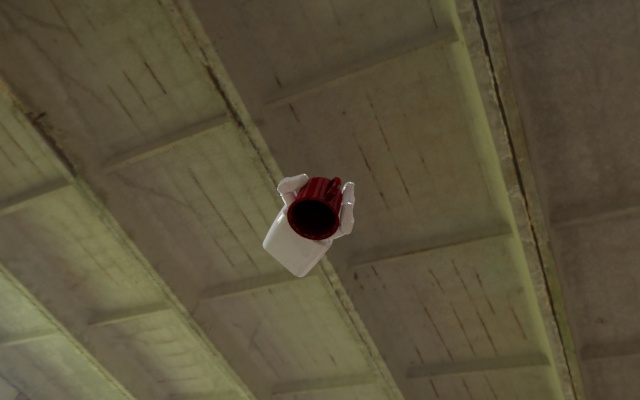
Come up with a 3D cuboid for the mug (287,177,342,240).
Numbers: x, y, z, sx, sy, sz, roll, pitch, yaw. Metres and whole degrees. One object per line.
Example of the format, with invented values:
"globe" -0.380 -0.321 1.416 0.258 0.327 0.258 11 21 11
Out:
"mug" 0.001 0.002 0.850 0.093 0.117 0.081 31 35 -8
